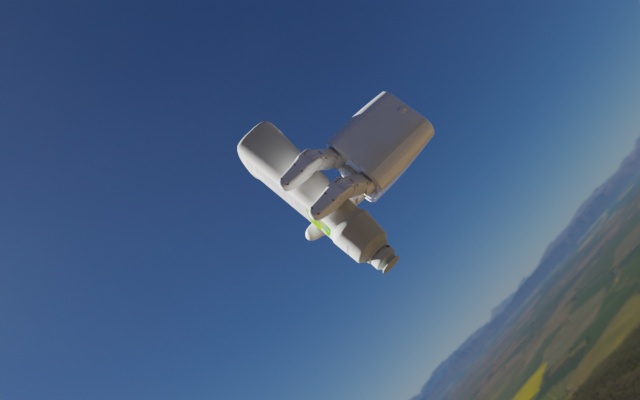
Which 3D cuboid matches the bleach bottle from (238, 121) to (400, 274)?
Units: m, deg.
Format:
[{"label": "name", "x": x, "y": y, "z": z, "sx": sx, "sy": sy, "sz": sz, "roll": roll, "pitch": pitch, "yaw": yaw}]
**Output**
[{"label": "bleach bottle", "x": 0.000, "y": 0.002, "z": 0.619, "sx": 0.250, "sy": 0.068, "sz": 0.103, "roll": 42, "pitch": -8, "yaw": 24}]
